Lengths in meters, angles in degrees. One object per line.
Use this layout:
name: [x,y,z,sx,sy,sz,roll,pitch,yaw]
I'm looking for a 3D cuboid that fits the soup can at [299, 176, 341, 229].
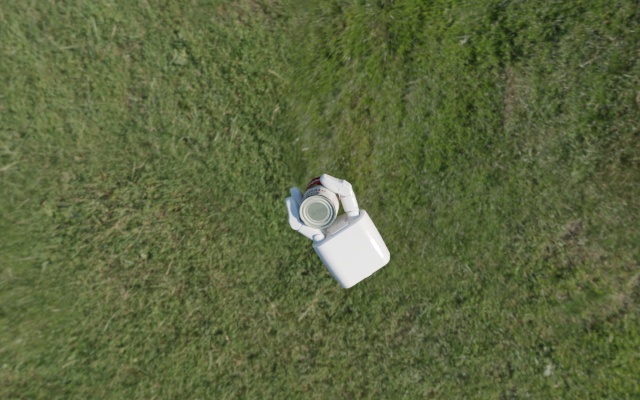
soup can: [0.000,0.003,0.882,0.068,0.068,0.102,0,22,7]
